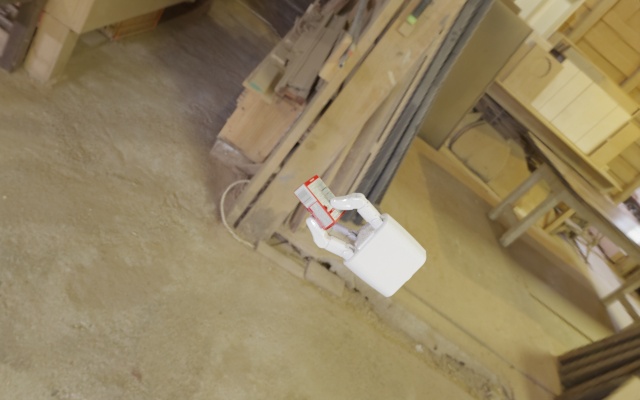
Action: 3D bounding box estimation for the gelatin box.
[{"bbox_3d":[0.000,0.002,0.848,0.030,0.089,0.073,-38,2,24],"label":"gelatin box"}]
